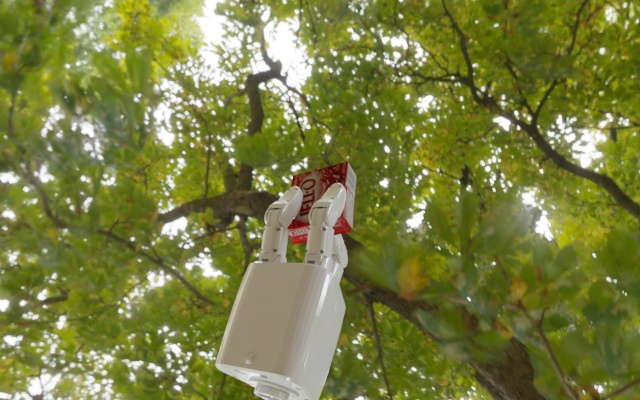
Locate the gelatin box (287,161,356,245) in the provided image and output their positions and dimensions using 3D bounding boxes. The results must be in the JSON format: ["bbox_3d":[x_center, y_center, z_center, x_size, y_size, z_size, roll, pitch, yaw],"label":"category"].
[{"bbox_3d":[0.000,0.002,0.542,0.073,0.089,0.030,-13,-46,22],"label":"gelatin box"}]
